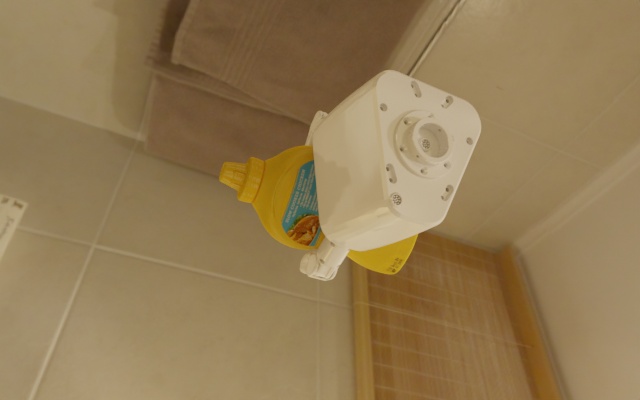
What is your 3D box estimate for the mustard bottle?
[{"bbox_3d":[0.000,0.002,0.450,0.191,0.096,0.058,17,6,-18],"label":"mustard bottle"}]
